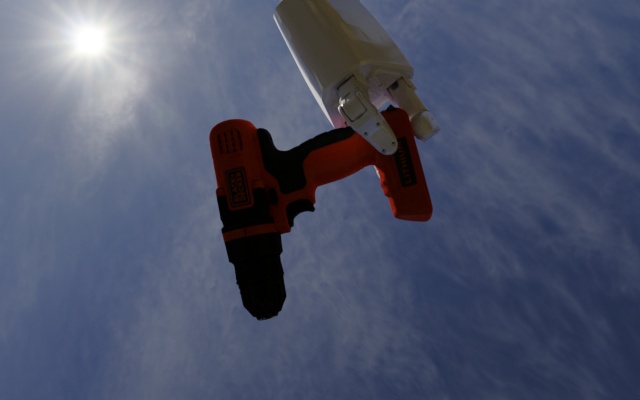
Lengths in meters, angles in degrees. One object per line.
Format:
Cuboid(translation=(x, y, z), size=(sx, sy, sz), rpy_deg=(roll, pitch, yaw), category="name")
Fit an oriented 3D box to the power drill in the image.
Cuboid(translation=(0.000, 0.001, 0.432), size=(0.187, 0.184, 0.057), rpy_deg=(-12, -5, 1), category="power drill")
